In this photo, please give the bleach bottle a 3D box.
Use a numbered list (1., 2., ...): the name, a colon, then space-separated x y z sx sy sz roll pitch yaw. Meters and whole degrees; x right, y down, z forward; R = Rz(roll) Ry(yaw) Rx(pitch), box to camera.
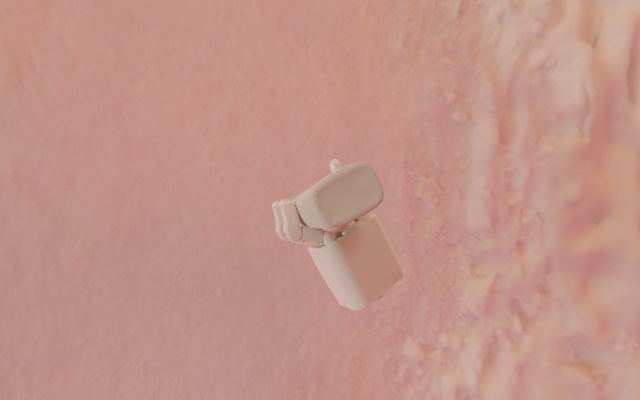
1. bleach bottle: 0.000 0.002 0.729 0.102 0.068 0.251 -29 4 -16
